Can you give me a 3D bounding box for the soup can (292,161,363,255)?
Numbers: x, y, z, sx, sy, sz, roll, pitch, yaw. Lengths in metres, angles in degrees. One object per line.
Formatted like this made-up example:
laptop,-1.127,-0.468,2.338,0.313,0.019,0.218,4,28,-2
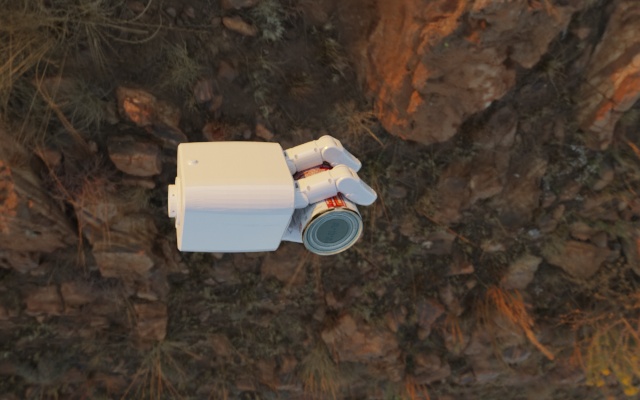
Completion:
soup can,0.001,0.002,0.528,0.068,0.068,0.102,0,40,-20
